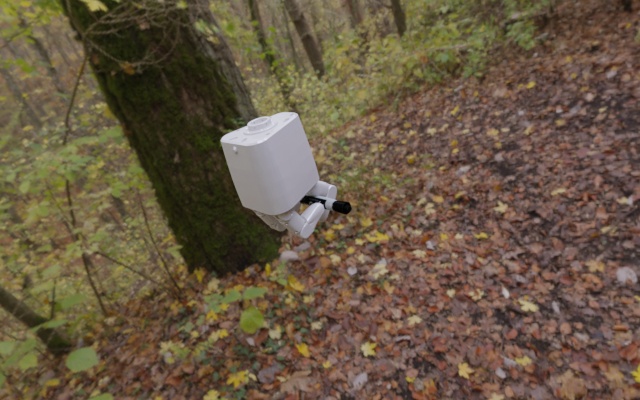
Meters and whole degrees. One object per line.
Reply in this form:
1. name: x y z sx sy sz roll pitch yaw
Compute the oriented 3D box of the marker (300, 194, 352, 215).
1. marker: 0.000 0.002 0.719 0.020 0.020 0.121 0 9 -44
